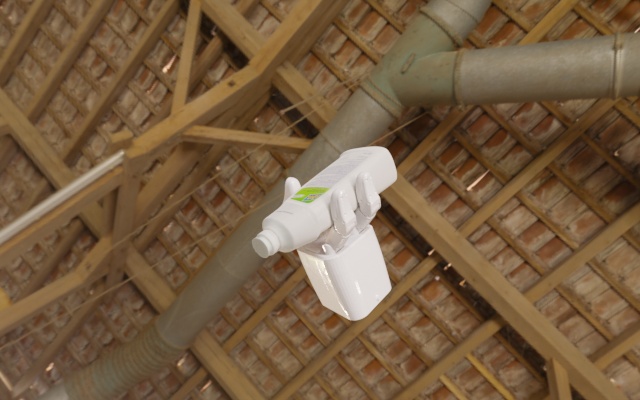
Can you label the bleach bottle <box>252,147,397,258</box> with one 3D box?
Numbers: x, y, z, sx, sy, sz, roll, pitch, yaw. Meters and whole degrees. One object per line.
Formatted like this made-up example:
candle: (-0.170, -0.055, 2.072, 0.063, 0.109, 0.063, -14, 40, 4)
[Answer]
bleach bottle: (0.000, 0.002, 0.661, 0.102, 0.068, 0.250, -4, 23, 46)
